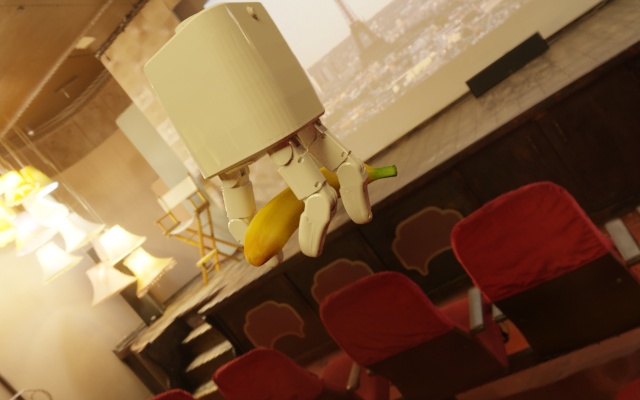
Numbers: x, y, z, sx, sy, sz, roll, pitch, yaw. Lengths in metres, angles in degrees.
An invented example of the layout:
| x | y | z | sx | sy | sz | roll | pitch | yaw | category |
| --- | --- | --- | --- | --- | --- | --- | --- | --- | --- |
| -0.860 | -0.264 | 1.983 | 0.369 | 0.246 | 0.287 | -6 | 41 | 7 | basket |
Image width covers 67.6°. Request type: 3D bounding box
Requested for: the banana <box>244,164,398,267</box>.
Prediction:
| x | y | z | sx | sy | sz | roll | pitch | yaw | category |
| --- | --- | --- | --- | --- | --- | --- | --- | --- | --- |
| -0.010 | 0.001 | 0.444 | 0.069 | 0.037 | 0.197 | -5 | 22 | 47 | banana |
